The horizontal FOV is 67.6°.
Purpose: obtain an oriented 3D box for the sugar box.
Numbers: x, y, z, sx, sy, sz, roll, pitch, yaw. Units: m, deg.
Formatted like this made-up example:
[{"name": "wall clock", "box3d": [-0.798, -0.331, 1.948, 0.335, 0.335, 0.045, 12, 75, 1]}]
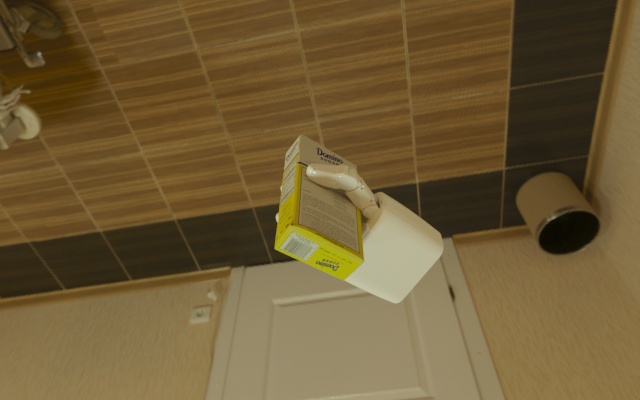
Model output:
[{"name": "sugar box", "box3d": [0.000, 0.002, 0.570, 0.093, 0.048, 0.176, 28, 32, -20]}]
